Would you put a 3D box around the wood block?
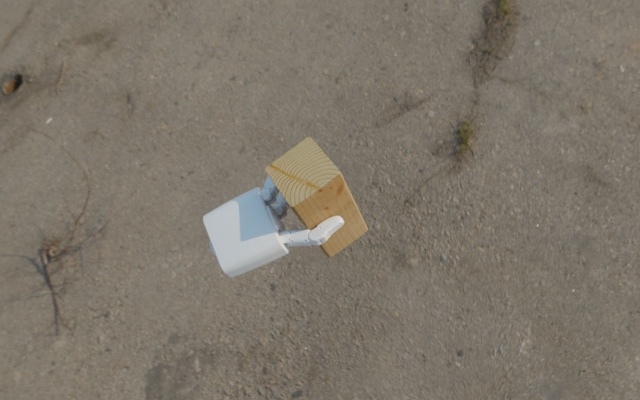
[{"bbox_3d":[0.000,0.003,0.791,0.090,0.090,0.206,-36,-32,-2],"label":"wood block"}]
